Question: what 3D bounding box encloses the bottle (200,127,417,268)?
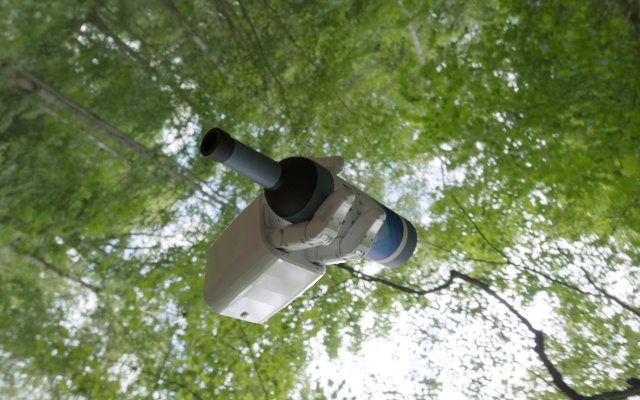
[{"bbox_3d":[0.000,0.002,0.505,0.069,0.069,0.296,0,-21,43],"label":"bottle"}]
